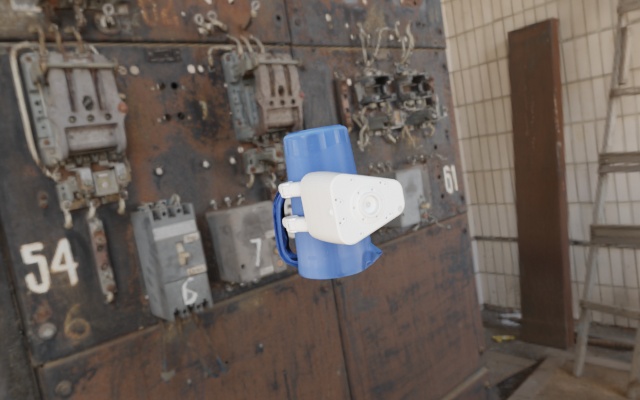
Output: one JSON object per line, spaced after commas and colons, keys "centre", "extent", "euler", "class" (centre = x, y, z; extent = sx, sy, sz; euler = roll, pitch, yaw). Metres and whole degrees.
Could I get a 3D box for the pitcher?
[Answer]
{"centre": [0.000, 0.003, 0.805], "extent": [0.149, 0.243, 0.145], "euler": [-12, 7, -19], "class": "pitcher"}
